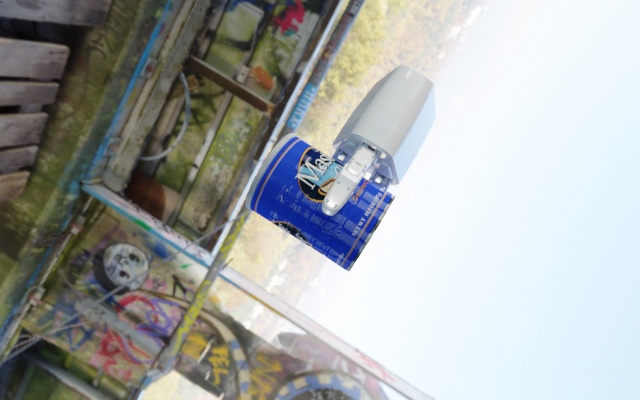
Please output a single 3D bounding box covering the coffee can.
[{"bbox_3d":[0.000,0.002,0.551,0.140,0.103,0.103,32,3,6],"label":"coffee can"}]
